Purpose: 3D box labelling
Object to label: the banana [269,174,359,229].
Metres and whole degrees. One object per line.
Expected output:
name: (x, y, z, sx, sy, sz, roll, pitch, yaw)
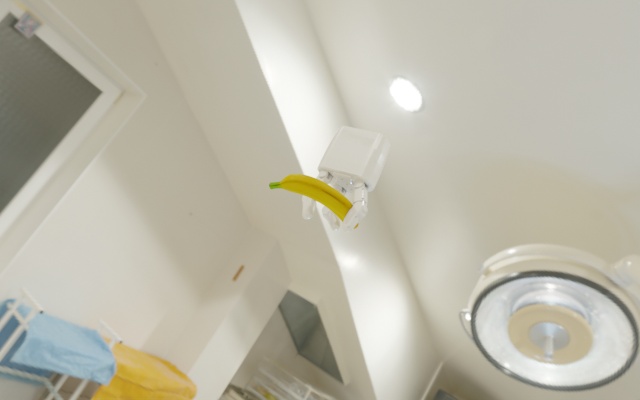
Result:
banana: (0.007, -0.003, 0.876, 0.198, 0.037, 0.069, 28, -26, -23)
